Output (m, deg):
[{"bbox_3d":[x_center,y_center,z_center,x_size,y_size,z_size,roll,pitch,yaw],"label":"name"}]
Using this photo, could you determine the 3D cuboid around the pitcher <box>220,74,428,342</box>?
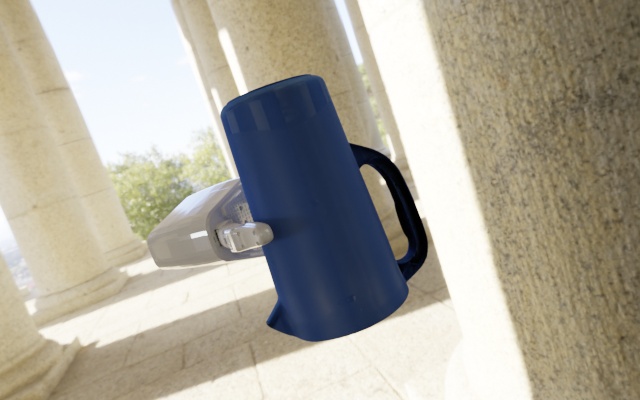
[{"bbox_3d":[0.000,0.002,0.484,0.145,0.243,0.149,-14,10,33],"label":"pitcher"}]
